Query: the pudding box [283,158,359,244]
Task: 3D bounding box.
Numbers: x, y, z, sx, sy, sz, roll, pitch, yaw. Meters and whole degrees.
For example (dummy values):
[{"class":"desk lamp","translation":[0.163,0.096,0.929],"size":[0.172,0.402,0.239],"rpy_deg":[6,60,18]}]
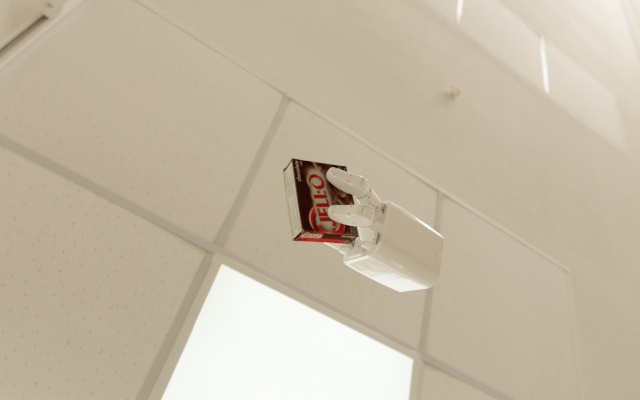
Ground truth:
[{"class":"pudding box","translation":[0.000,0.002,0.658],"size":[0.090,0.113,0.039],"rpy_deg":[6,-32,-30]}]
